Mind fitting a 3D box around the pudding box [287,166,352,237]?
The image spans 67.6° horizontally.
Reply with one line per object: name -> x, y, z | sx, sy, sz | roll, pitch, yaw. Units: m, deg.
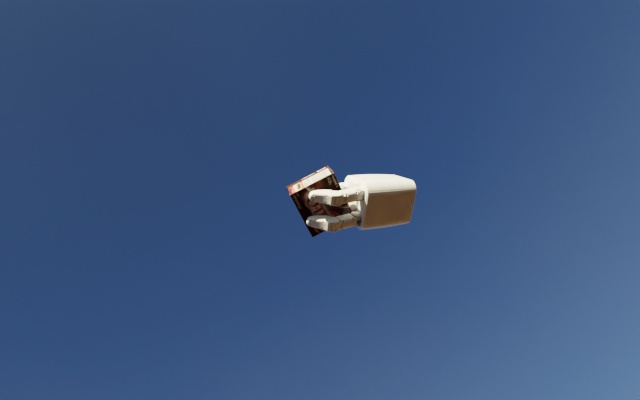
pudding box -> 0.000, 0.003, 0.893 | 0.090, 0.114, 0.039 | -28, 33, -2
